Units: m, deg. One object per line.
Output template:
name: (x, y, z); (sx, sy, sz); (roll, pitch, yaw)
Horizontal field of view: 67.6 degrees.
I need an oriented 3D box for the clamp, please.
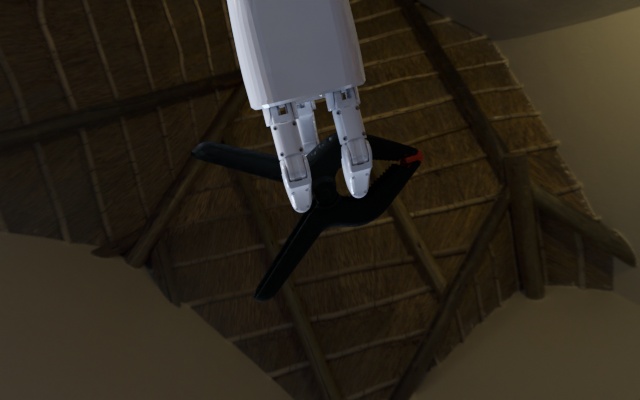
clamp: (0.000, 0.001, 0.462); (0.210, 0.164, 0.036); (-15, 16, -7)
